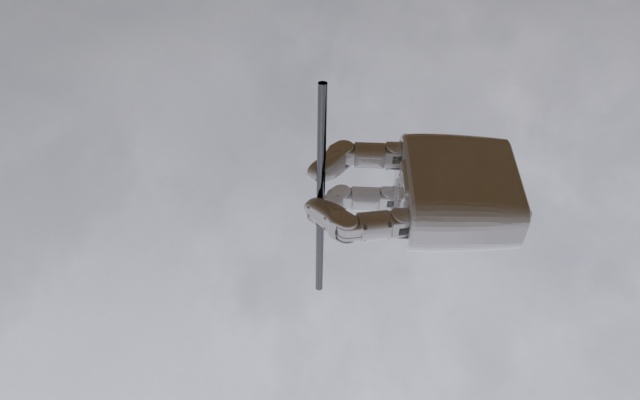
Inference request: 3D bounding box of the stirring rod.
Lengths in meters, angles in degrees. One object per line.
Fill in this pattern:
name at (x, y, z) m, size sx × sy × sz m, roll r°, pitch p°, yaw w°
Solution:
stirring rod at (0.000, 0.001, 0.453) m, size 0.011 × 0.240 × 0.011 m, roll 1°, pitch 38°, yaw -1°
